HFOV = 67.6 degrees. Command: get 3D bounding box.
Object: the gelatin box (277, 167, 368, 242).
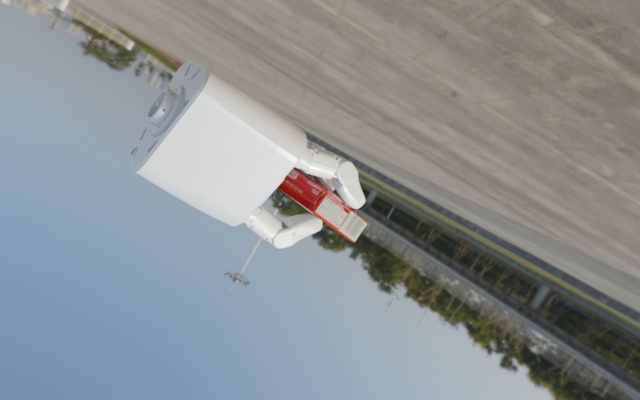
[{"bbox_3d":[0.000,0.002,0.507,0.073,0.030,0.089,35,-2,42],"label":"gelatin box"}]
